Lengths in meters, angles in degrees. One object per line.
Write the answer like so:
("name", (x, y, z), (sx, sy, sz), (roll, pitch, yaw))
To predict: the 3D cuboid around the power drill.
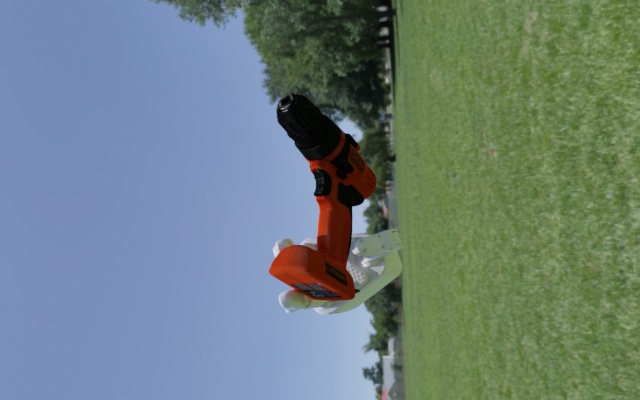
("power drill", (0.000, 0.002, 0.517), (0.057, 0.187, 0.184), (-7, -31, 34))
